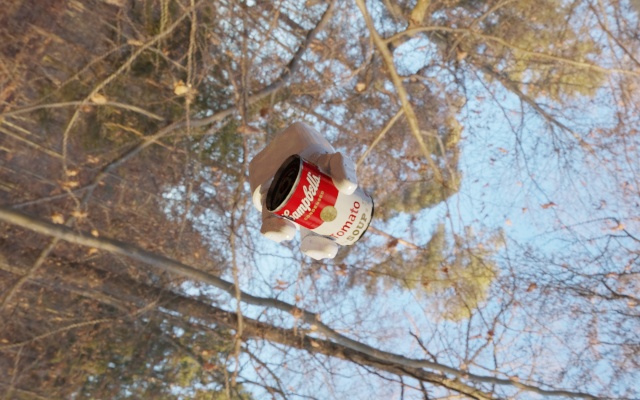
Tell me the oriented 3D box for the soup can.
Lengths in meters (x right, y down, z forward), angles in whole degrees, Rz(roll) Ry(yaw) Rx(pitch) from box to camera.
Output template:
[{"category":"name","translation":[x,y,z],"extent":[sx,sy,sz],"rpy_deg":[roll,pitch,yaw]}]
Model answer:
[{"category":"soup can","translation":[0.000,0.002,0.529],"extent":[0.102,0.068,0.068],"rpy_deg":[27,-12,-25]}]
